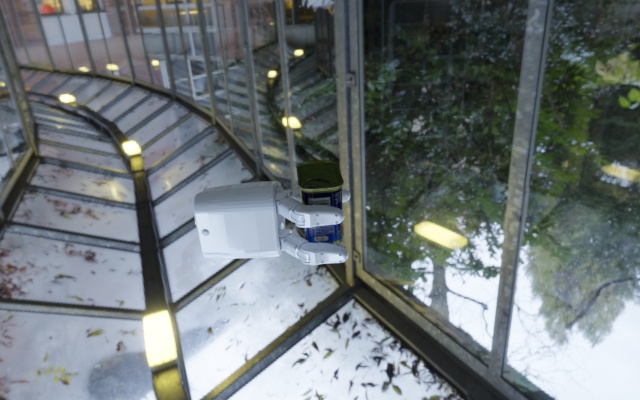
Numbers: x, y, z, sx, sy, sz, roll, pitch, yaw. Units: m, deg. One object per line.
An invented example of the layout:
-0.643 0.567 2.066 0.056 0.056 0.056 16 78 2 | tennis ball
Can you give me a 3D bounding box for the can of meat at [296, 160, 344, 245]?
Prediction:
0.000 0.002 0.643 0.057 0.084 0.102 -5 25 -4 | can of meat
